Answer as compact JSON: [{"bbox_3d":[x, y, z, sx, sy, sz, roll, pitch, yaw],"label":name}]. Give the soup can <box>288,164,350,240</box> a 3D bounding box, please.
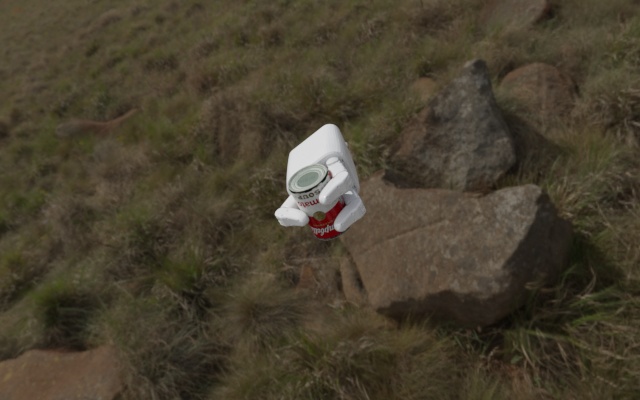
[{"bbox_3d":[0.000,0.003,0.737,0.068,0.102,0.068,-19,35,14],"label":"soup can"}]
